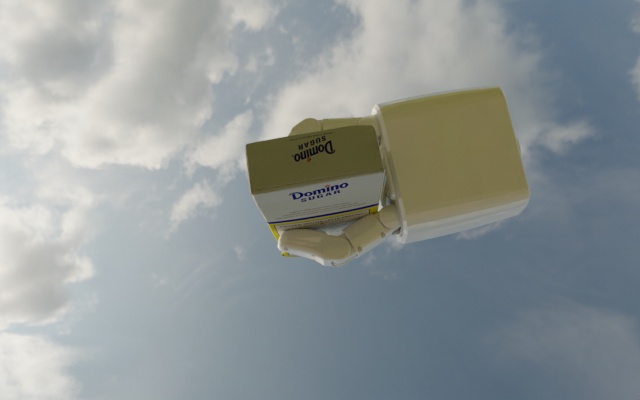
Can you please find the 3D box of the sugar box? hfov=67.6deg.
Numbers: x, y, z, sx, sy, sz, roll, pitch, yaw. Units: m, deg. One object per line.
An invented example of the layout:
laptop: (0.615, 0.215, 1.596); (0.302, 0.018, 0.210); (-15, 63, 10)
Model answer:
sugar box: (0.000, 0.001, 0.402); (0.093, 0.048, 0.176); (-10, -23, -1)
